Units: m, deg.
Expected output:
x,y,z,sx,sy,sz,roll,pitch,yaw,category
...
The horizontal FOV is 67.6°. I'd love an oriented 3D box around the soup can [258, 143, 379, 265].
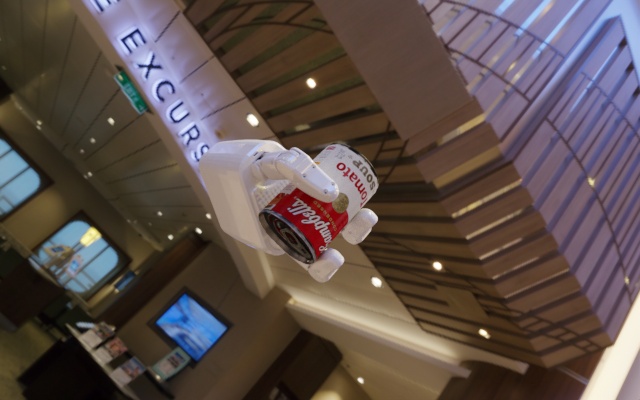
x,y,z,sx,sy,sz,roll,pitch,yaw,category
0.001,0.001,0.456,0.102,0.068,0.068,-46,23,-23,soup can
